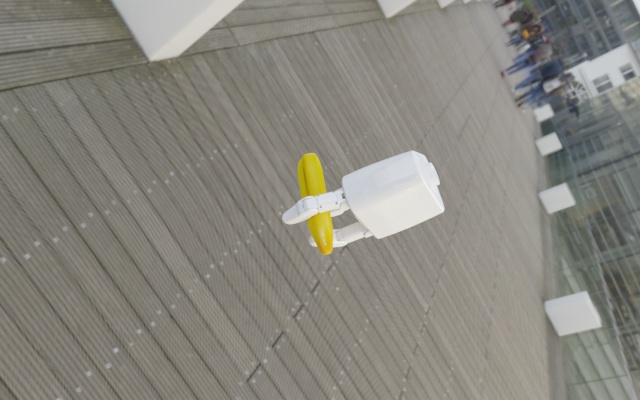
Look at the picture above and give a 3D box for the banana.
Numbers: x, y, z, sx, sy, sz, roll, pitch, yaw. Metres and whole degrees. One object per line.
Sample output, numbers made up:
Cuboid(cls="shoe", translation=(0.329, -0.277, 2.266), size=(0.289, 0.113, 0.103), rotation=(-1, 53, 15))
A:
Cuboid(cls="banana", translation=(-0.007, -0.012, 0.714), size=(0.037, 0.197, 0.070), rotation=(-20, -47, 10))
